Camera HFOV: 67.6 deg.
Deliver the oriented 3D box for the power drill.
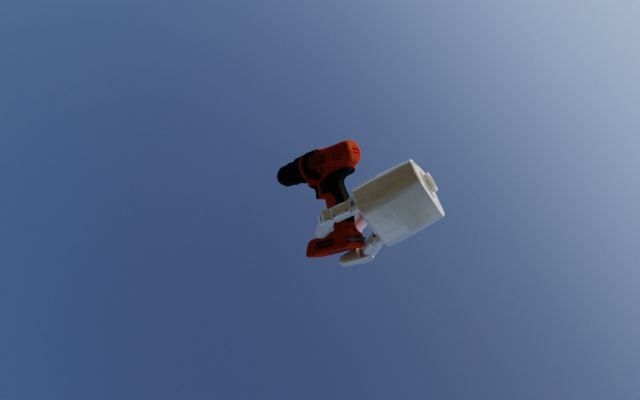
[{"bbox_3d":[0.000,0.003,0.842,0.184,0.187,0.057,-18,-13,40],"label":"power drill"}]
